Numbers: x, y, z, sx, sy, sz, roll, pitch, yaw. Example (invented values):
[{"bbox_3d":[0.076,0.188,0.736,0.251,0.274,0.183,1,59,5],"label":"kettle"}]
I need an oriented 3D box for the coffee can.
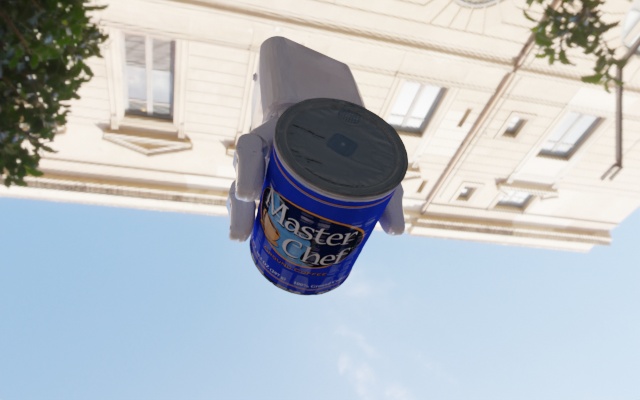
[{"bbox_3d":[0.000,0.001,0.402,0.103,0.102,0.140,0,-39,-18],"label":"coffee can"}]
